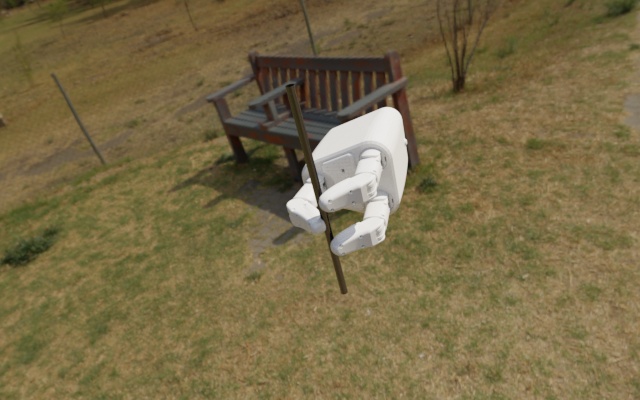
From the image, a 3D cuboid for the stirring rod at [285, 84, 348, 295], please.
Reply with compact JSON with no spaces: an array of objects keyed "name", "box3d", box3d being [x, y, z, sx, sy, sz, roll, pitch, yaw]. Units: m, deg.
[{"name":"stirring rod","box3d":[0.000,0.002,0.471,0.011,0.240,0.011,-11,31,7]}]
